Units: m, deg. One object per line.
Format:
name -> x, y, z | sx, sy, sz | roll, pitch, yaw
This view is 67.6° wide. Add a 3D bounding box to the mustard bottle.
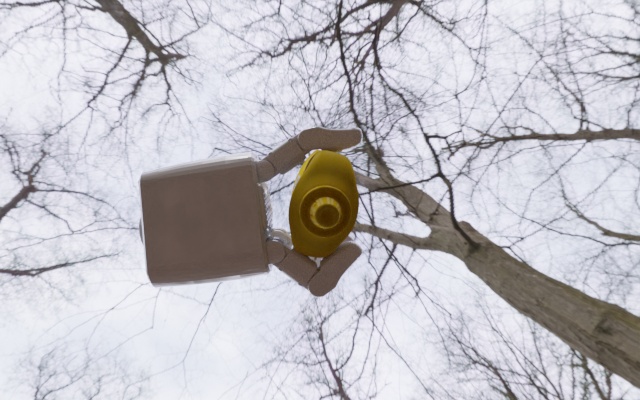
mustard bottle -> 0.000, 0.001, 0.445 | 0.058, 0.096, 0.191 | 16, 5, -4
